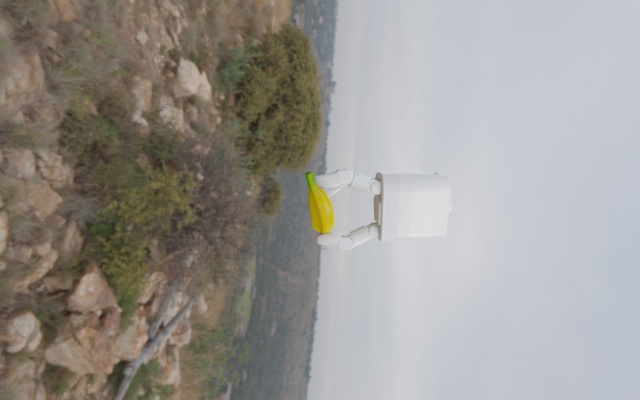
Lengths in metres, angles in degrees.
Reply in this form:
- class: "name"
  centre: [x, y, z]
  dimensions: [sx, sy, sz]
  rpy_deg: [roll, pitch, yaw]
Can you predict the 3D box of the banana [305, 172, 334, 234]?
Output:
- class: "banana"
  centre: [0.002, 0.019, 0.761]
  dimensions: [0.037, 0.069, 0.198]
  rpy_deg: [-6, -18, 0]
